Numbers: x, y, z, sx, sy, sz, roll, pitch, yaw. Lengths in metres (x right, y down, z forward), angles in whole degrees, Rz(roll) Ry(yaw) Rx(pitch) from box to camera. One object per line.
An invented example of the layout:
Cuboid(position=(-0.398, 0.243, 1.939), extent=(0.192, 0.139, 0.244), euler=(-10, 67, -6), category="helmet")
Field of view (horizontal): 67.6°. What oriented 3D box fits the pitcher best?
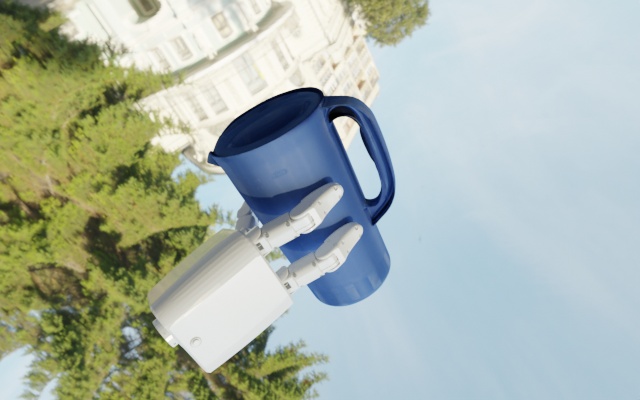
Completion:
Cuboid(position=(0.000, 0.002, 0.543), extent=(0.145, 0.243, 0.149), euler=(-41, 31, -20), category="pitcher")
